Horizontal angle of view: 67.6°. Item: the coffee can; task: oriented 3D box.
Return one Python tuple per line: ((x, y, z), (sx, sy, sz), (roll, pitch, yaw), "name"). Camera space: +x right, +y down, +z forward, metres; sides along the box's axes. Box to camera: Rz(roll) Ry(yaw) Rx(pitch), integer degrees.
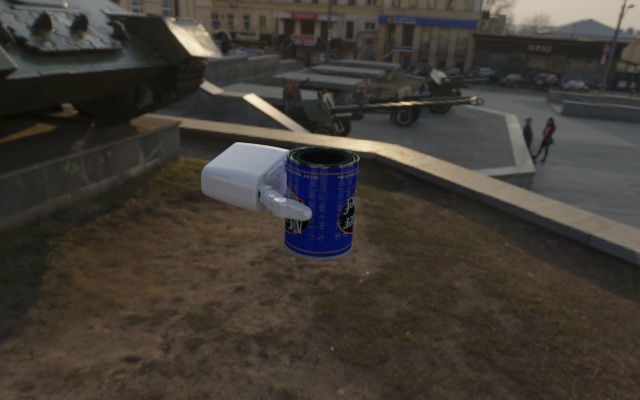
((0.000, 0.002, 0.689), (0.103, 0.140, 0.102), (3, 21, -1), "coffee can")
